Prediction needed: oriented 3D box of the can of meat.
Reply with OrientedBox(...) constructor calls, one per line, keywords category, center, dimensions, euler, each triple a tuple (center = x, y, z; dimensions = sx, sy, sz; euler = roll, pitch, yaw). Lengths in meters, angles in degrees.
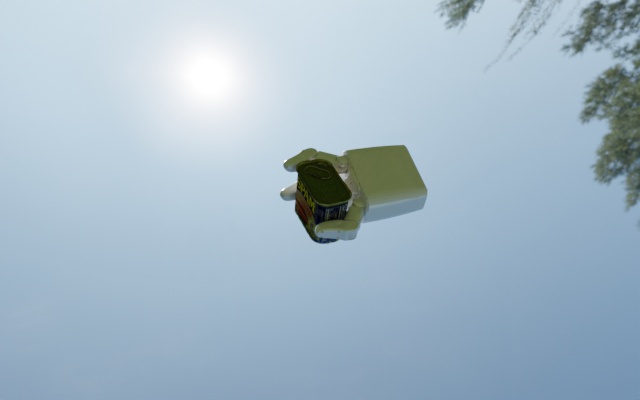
OrientedBox(category="can of meat", center=(0.000, 0.003, 0.709), dimensions=(0.057, 0.084, 0.102), euler=(-12, 45, -21))
